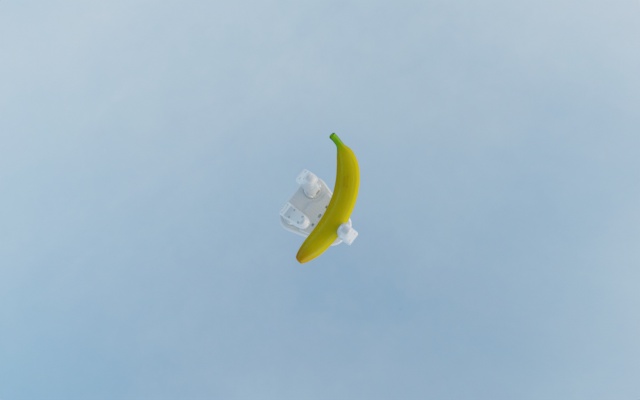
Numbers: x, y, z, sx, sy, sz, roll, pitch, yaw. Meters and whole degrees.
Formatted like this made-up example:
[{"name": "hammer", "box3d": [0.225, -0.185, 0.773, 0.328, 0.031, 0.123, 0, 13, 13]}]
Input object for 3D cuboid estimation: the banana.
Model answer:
[{"name": "banana", "box3d": [0.018, 0.004, 0.714, 0.069, 0.198, 0.037, 15, -1, -14]}]
